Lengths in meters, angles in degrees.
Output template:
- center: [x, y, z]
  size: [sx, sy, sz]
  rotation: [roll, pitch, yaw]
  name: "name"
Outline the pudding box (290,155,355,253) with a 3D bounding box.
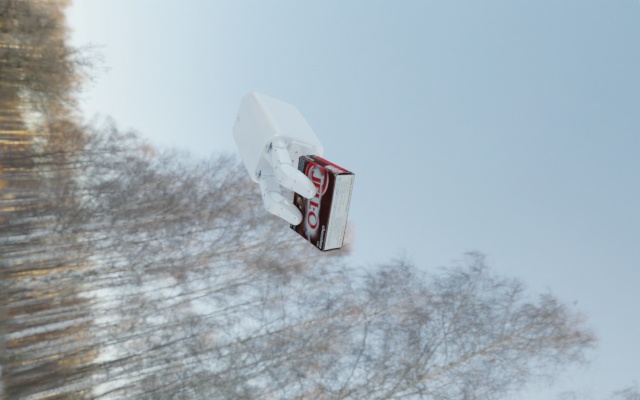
- center: [0.000, 0.002, 0.660]
  size: [0.039, 0.113, 0.090]
  rotation: [-6, 22, -33]
  name: "pudding box"
